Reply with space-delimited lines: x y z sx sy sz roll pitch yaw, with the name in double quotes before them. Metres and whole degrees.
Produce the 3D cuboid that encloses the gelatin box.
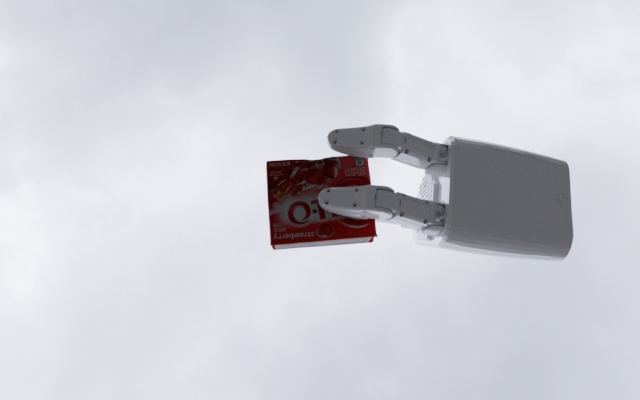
"gelatin box" 0.000 0.001 0.407 0.089 0.073 0.030 -4 -15 -3
